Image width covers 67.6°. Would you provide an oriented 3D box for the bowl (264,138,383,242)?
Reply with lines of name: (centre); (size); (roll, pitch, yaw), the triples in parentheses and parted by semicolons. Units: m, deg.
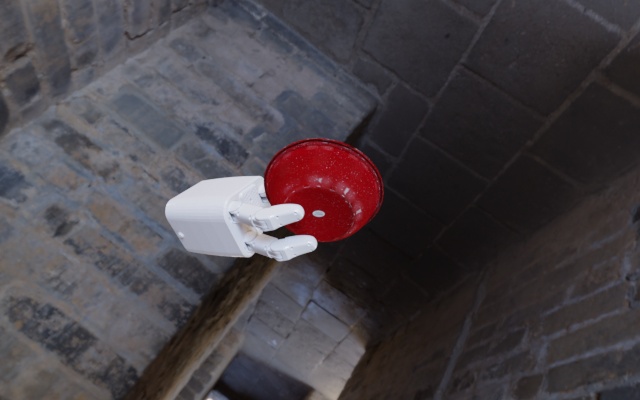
bowl: (0.001, 0.002, 0.618); (0.162, 0.162, 0.055); (0, 39, 9)
